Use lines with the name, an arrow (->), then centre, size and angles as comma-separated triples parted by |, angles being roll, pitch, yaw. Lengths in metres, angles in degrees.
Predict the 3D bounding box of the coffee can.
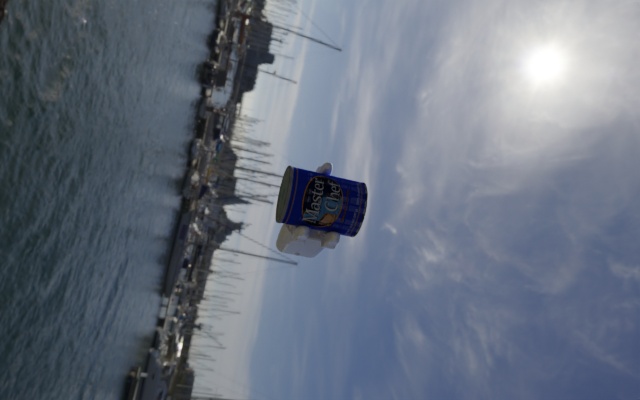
coffee can -> 0.000, 0.003, 0.847 | 0.140, 0.103, 0.103 | 12, -3, -12
